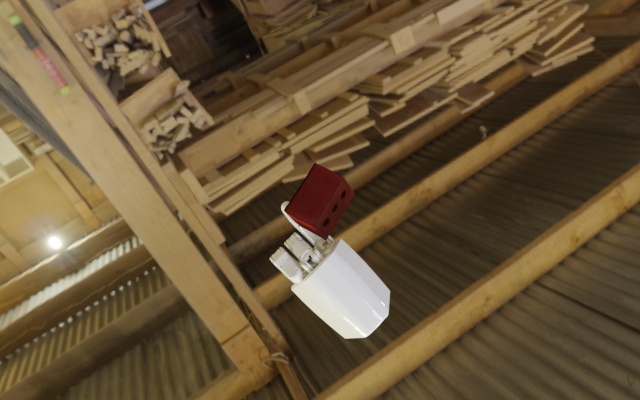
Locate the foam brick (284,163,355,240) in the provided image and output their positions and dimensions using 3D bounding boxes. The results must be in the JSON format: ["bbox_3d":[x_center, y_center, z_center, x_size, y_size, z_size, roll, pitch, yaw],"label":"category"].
[{"bbox_3d":[0.000,0.002,0.630,0.051,0.078,0.053,25,-13,30],"label":"foam brick"}]
